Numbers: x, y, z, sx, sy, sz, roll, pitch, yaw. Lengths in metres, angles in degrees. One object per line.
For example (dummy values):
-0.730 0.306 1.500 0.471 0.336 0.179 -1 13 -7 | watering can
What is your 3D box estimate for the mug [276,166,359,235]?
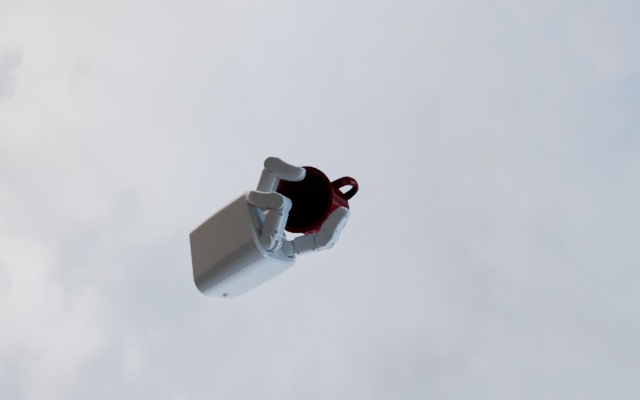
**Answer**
0.001 0.001 0.663 0.117 0.093 0.081 -32 -26 14 | mug
